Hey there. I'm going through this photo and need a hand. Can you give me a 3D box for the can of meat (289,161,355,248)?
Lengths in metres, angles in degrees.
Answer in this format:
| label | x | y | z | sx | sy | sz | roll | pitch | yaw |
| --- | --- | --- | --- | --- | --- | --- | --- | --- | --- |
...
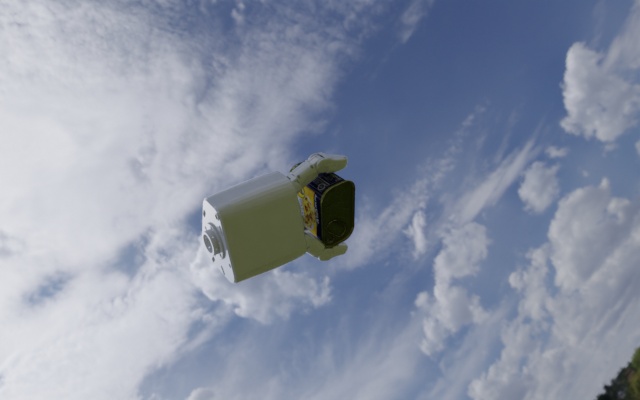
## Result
| label | x | y | z | sx | sy | sz | roll | pitch | yaw |
| --- | --- | --- | --- | --- | --- | --- | --- | --- | --- |
| can of meat | 0.000 | 0.002 | 0.676 | 0.057 | 0.102 | 0.084 | -26 | 42 | -29 |
